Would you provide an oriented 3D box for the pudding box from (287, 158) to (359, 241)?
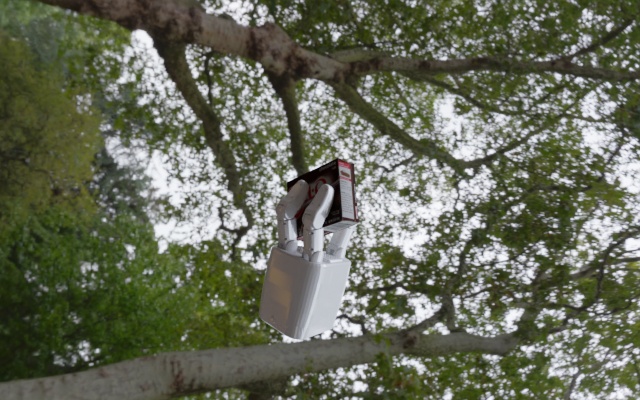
[{"bbox_3d":[0.000,0.002,0.671,0.039,0.090,0.113,14,-26,-43],"label":"pudding box"}]
